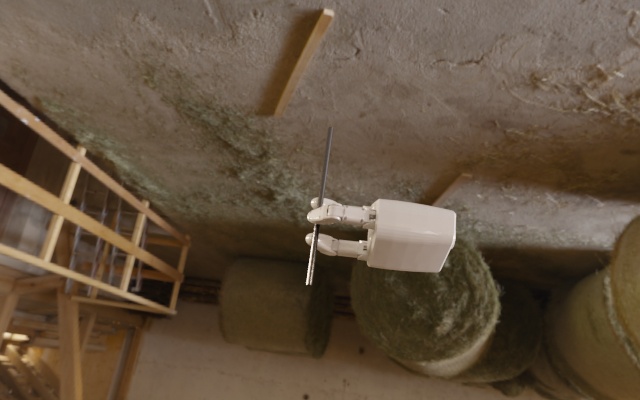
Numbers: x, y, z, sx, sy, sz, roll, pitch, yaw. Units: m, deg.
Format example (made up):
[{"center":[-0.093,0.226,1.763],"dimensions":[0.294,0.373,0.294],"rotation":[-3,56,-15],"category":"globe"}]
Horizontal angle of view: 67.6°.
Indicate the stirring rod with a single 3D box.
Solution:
[{"center":[0.000,0.002,0.685],"dimensions":[0.011,0.239,0.011],"rotation":[7,-19,3],"category":"stirring rod"}]
